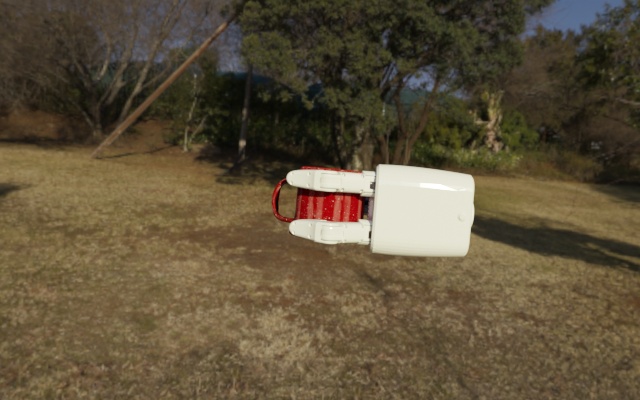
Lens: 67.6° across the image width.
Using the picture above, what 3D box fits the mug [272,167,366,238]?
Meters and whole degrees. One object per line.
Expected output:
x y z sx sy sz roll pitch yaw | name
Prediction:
-0.001 0.002 0.574 0.117 0.081 0.093 5 3 2 | mug
